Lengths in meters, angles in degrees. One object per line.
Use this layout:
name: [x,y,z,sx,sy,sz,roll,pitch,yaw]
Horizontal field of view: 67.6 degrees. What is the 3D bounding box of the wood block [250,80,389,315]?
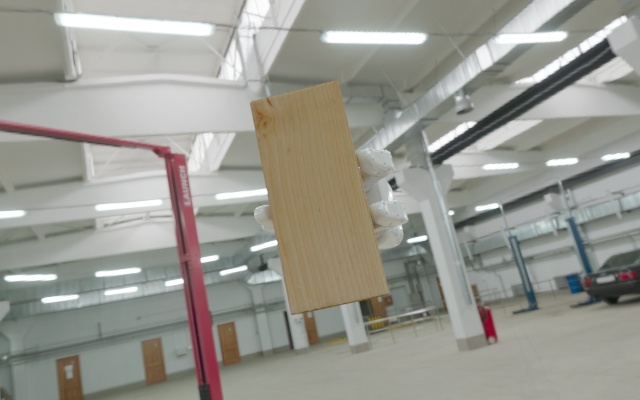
wood block: [0.000,0.002,0.478,0.091,0.206,0.090,-14,-13,4]
